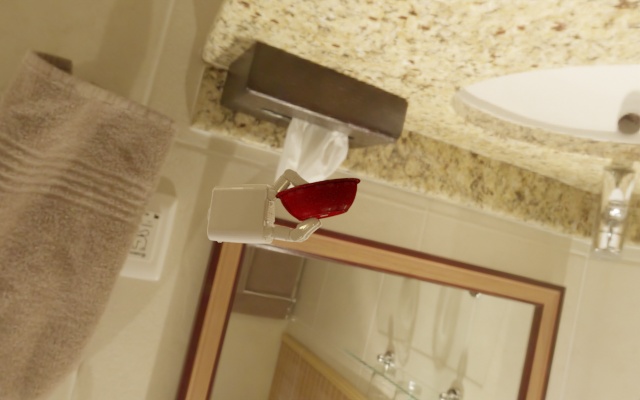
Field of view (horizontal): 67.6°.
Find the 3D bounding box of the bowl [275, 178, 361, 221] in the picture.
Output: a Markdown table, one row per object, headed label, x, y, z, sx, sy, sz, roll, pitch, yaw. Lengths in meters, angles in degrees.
| label | x | y | z | sx | sy | sz | roll | pitch | yaw |
| --- | --- | --- | --- | --- | --- | --- | --- | --- | --- |
| bowl | 0.001 | 0.003 | 0.883 | 0.162 | 0.055 | 0.162 | -11 | -7 | -1 |
